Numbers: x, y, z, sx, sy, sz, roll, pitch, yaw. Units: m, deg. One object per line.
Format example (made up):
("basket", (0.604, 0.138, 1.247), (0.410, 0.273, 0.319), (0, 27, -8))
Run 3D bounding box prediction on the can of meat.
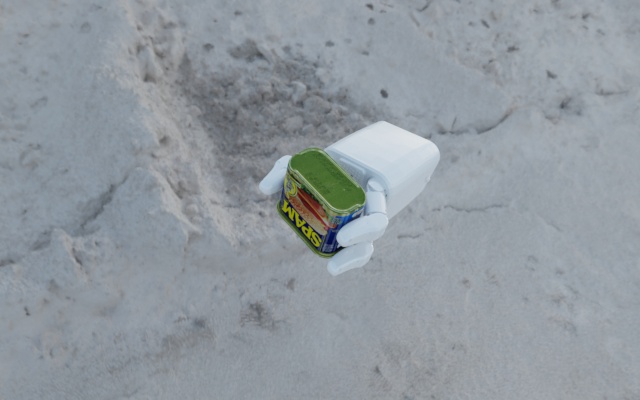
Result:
("can of meat", (0.000, 0.002, 0.546), (0.057, 0.102, 0.084), (-29, -27, -32))
